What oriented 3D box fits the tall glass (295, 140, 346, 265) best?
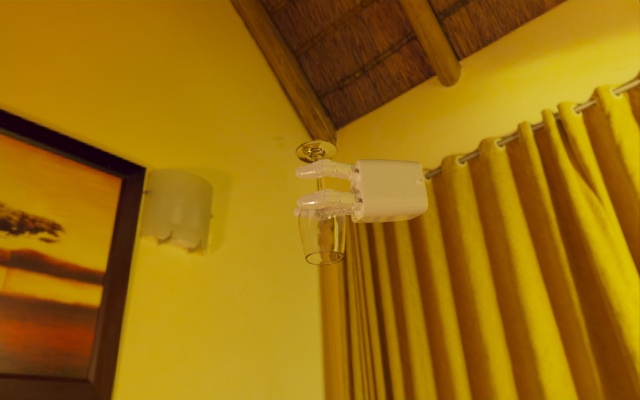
[{"bbox_3d":[0.000,0.002,0.793,0.079,0.201,0.079,-3,-27,-2],"label":"tall glass"}]
